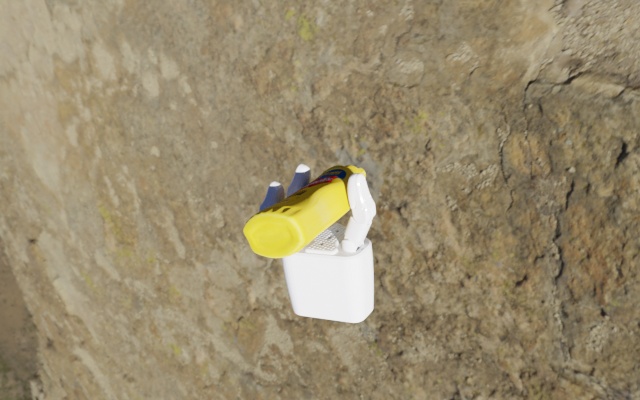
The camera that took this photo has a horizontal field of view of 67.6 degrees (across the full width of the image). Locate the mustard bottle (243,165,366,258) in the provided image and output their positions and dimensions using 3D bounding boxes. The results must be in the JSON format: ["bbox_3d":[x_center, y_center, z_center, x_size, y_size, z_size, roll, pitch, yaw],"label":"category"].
[{"bbox_3d":[0.000,0.002,0.595,0.096,0.058,0.191,-17,13,44],"label":"mustard bottle"}]
